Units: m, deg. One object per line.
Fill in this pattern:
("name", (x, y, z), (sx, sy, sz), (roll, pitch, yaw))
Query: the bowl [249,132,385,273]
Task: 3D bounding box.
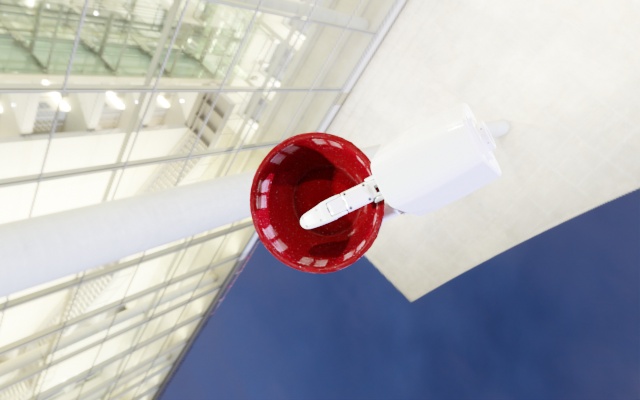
("bowl", (-0.001, 0.002, 0.568), (0.162, 0.162, 0.055), (0, 3, 16))
